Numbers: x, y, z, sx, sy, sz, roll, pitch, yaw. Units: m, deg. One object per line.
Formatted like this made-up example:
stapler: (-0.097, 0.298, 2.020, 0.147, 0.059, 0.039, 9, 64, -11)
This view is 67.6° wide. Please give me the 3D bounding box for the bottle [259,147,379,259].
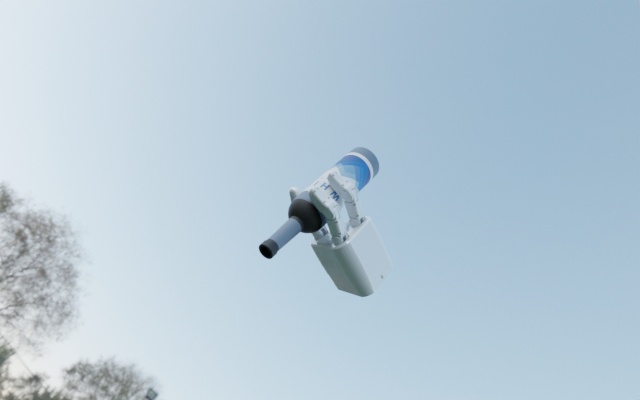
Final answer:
bottle: (0.000, 0.002, 0.812, 0.069, 0.069, 0.295, 0, 31, 41)
